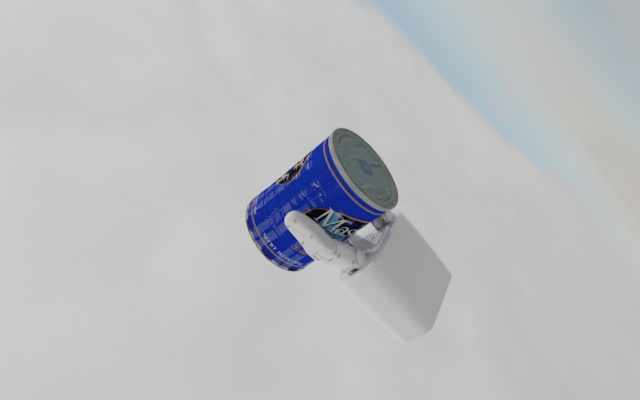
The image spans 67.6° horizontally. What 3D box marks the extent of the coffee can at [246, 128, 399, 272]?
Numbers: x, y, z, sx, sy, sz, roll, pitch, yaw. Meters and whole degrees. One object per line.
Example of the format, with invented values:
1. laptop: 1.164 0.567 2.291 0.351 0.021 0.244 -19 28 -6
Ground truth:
1. coffee can: 0.000 0.002 0.533 0.140 0.102 0.103 -37 -20 29
